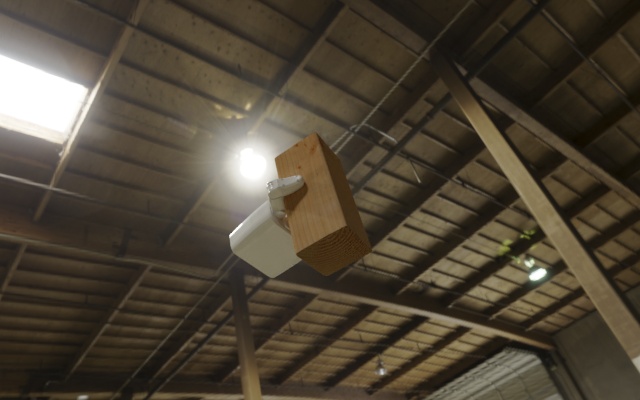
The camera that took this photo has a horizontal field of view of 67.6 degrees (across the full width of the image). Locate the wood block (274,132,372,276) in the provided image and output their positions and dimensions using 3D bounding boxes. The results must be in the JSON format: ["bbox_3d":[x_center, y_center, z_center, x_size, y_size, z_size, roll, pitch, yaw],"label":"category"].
[{"bbox_3d":[0.000,0.002,0.771,0.090,0.206,0.091,-30,-42,16],"label":"wood block"}]
